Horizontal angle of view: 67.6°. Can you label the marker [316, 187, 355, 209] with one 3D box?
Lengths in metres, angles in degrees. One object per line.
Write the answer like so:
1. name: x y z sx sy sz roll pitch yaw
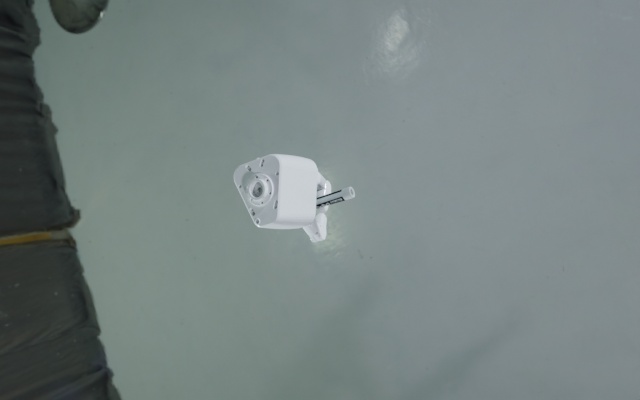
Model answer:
1. marker: 0.000 0.003 0.797 0.121 0.020 0.020 -17 -8 27
